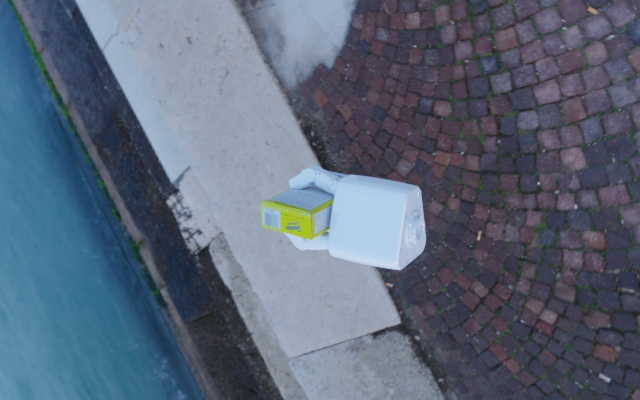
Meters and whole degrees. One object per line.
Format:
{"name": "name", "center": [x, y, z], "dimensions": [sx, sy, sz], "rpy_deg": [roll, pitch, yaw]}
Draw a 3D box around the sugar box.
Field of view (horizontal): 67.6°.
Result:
{"name": "sugar box", "center": [0.000, 0.003, 0.724], "dimensions": [0.093, 0.048, 0.176], "rpy_deg": [13, 22, 33]}
